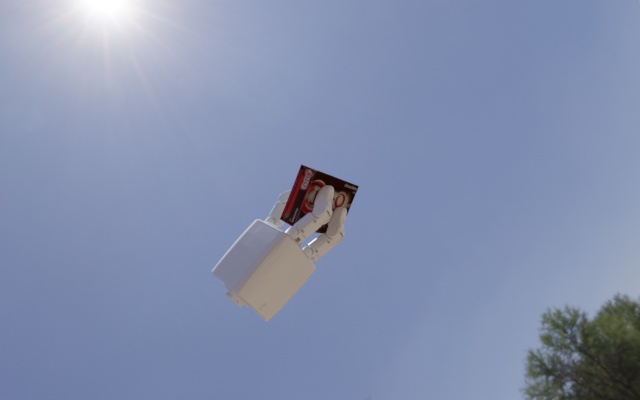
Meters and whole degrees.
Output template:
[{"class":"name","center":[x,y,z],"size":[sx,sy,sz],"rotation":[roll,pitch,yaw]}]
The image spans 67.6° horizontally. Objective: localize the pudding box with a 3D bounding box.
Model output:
[{"class":"pudding box","center":[0.000,0.002,0.734],"size":[0.039,0.090,0.113],"rotation":[27,7,38]}]
